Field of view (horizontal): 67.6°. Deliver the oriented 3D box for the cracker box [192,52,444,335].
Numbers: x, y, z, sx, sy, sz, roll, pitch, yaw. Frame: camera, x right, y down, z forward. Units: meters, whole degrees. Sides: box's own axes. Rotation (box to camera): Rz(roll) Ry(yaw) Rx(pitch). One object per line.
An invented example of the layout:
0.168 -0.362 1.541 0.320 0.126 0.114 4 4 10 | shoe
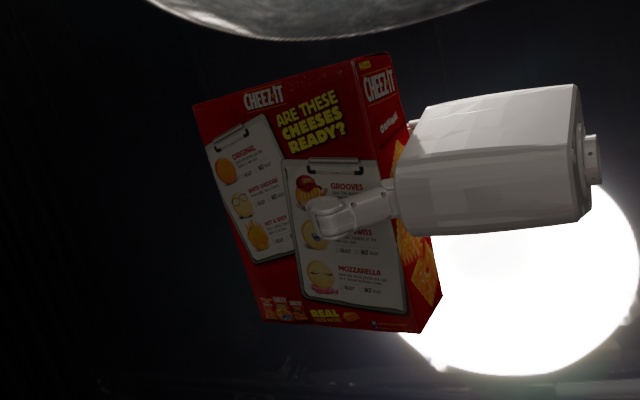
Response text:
0.000 0.002 0.410 0.164 0.214 0.072 -6 17 34 | cracker box
